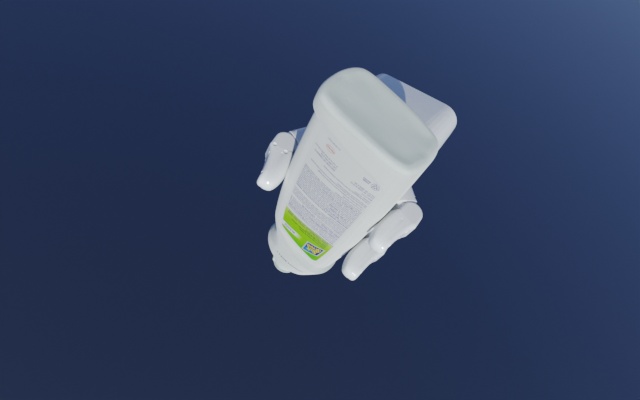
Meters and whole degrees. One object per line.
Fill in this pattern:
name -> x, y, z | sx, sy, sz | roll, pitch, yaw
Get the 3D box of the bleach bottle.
bleach bottle -> 0.000, 0.002, 0.447 | 0.068, 0.102, 0.251 | -41, -7, -38
